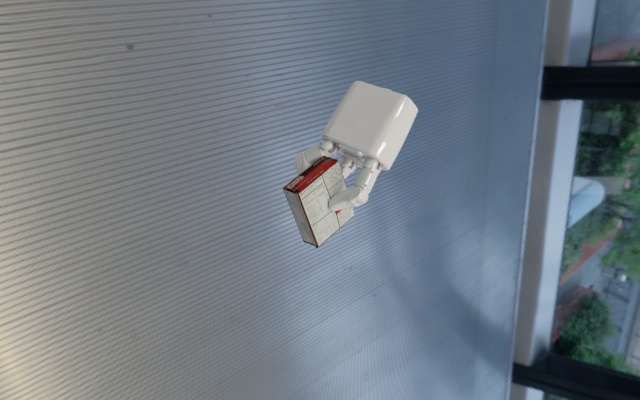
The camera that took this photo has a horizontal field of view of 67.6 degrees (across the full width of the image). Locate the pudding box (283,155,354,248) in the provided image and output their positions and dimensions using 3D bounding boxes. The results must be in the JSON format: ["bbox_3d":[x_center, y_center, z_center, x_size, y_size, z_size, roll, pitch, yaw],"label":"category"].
[{"bbox_3d":[0.000,0.002,0.728,0.090,0.114,0.039,-39,39,-26],"label":"pudding box"}]
